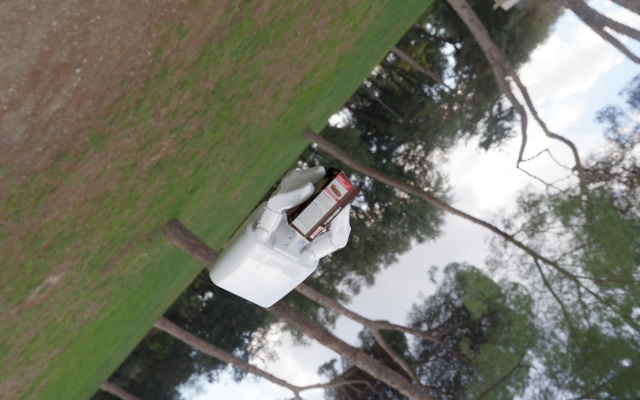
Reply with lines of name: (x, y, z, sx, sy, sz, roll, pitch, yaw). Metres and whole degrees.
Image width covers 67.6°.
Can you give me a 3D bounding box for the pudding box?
pudding box: (0.000, 0.002, 0.605, 0.039, 0.090, 0.113, 43, 1, -10)
